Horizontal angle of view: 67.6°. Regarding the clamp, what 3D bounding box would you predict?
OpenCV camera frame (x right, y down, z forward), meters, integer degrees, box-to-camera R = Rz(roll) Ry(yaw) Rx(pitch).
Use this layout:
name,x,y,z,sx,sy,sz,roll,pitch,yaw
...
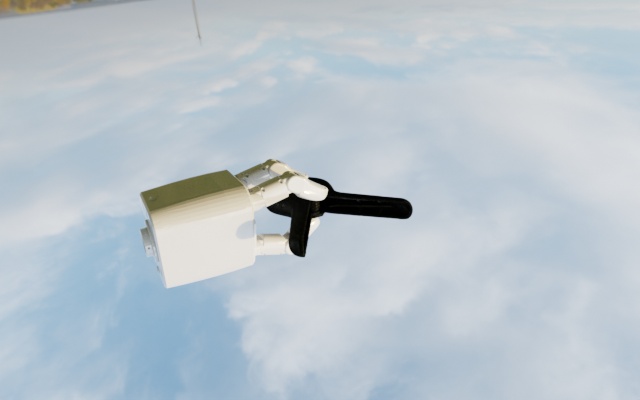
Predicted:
name,x,y,z,sx,sy,sz,roll,pitch,yaw
clamp,0.000,0.003,0.604,0.164,0.036,0.210,-13,24,-24
